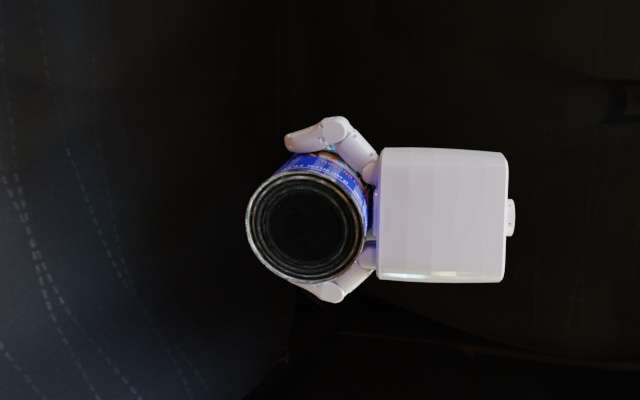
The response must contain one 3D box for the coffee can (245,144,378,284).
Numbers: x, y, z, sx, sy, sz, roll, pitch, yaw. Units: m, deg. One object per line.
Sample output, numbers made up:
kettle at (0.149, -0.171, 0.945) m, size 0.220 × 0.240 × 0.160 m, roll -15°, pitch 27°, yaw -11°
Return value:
coffee can at (0.000, 0.001, 0.458) m, size 0.103 × 0.103 × 0.140 m, roll 0°, pitch 19°, yaw 12°
